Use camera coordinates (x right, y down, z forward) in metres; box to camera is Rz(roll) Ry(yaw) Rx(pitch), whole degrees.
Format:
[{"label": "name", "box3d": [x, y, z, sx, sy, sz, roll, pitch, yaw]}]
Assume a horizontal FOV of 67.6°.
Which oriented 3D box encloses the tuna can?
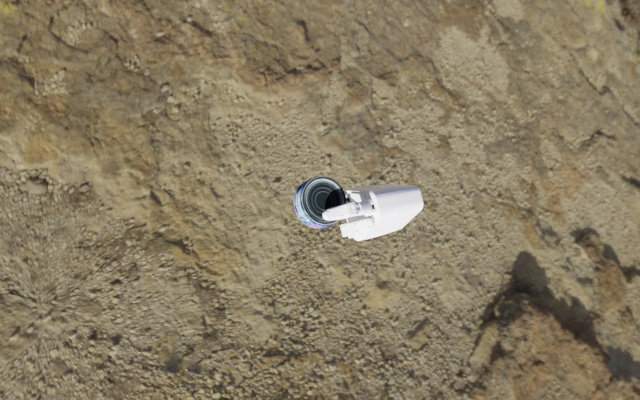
[{"label": "tuna can", "box3d": [0.000, 0.003, 0.803, 0.086, 0.086, 0.034, 0, -10, -25]}]
